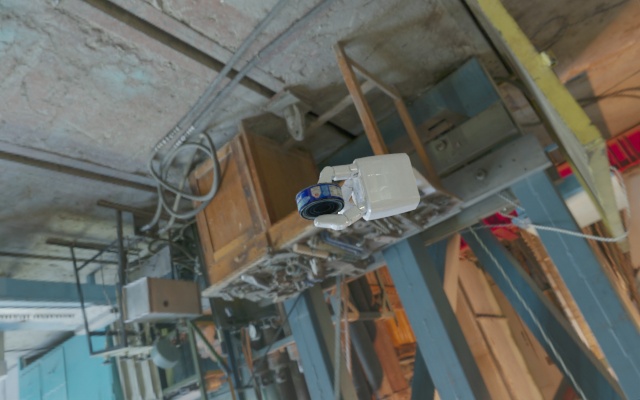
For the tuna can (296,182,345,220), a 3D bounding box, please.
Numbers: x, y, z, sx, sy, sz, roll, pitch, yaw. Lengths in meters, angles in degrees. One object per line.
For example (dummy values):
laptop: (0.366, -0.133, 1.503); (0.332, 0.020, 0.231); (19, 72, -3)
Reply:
tuna can: (0.000, 0.003, 0.864); (0.086, 0.033, 0.086); (-11, -26, -5)
